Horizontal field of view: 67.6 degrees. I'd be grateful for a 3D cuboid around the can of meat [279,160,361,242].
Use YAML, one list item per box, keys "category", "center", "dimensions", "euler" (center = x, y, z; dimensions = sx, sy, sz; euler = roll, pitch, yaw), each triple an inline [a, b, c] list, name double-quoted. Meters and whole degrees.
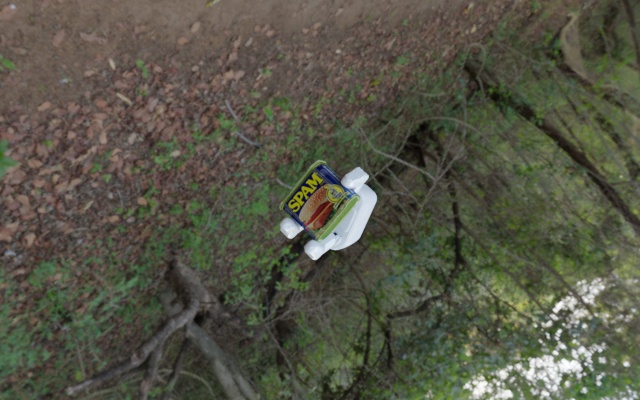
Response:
- category: "can of meat"
  center: [0.000, 0.003, 0.750]
  dimensions: [0.084, 0.102, 0.057]
  euler: [43, 12, 14]
